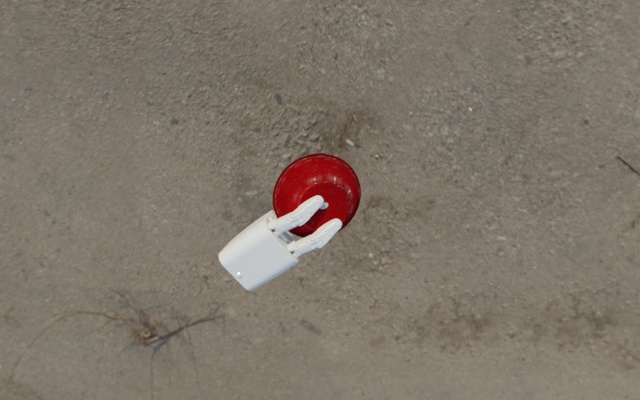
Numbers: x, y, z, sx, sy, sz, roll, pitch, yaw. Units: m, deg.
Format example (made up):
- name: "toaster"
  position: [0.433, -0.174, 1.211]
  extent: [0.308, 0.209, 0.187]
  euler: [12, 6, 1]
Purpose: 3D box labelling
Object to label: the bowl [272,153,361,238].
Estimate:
- name: "bowl"
  position: [0.001, 0.002, 0.826]
  extent: [0.162, 0.162, 0.055]
  euler: [0, 20, -14]
